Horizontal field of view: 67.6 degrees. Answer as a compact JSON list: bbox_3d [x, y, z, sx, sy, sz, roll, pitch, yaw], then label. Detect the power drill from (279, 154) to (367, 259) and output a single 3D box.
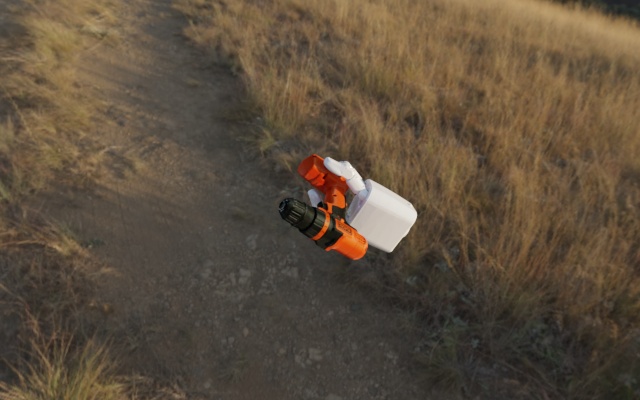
[{"bbox_3d":[0.000,0.003,0.859,0.184,0.187,0.057,33,-57,-30],"label":"power drill"}]
